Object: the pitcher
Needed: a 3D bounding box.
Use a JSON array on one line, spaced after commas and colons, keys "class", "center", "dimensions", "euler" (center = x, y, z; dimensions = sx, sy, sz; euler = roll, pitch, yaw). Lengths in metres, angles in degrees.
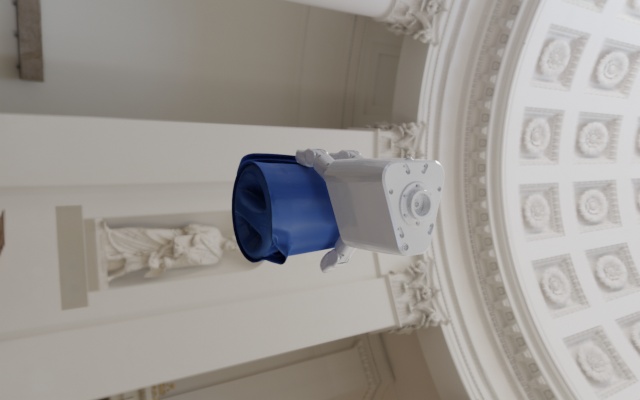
[{"class": "pitcher", "center": [0.000, 0.002, 0.691], "dimensions": [0.243, 0.149, 0.145], "euler": [-3, 2, -32]}]
